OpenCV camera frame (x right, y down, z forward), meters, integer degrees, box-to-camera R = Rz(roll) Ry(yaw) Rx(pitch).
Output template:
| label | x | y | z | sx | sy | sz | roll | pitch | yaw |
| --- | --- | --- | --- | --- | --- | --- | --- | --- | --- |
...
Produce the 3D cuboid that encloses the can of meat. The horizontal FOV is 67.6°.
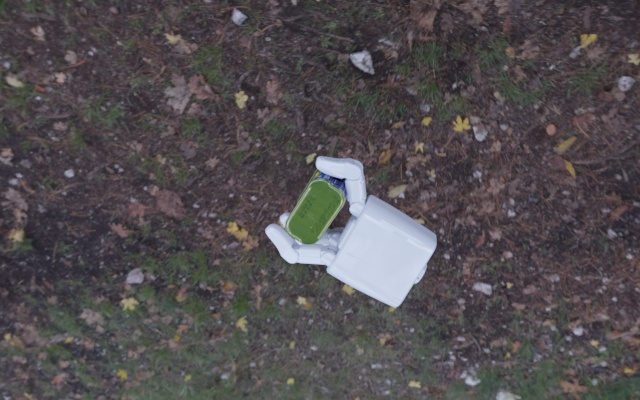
| label | x | y | z | sx | sy | sz | roll | pitch | yaw |
| --- | --- | --- | --- | --- | --- | --- | --- | --- | --- |
| can of meat | 0.000 | 0.002 | 0.651 | 0.057 | 0.102 | 0.084 | 32 | 25 | -2 |
